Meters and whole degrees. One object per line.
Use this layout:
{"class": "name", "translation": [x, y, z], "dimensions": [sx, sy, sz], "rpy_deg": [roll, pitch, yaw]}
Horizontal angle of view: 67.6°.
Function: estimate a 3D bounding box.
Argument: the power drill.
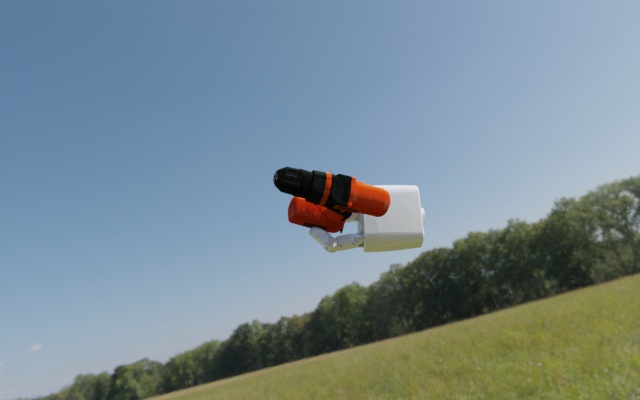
{"class": "power drill", "translation": [0.000, 0.003, 0.790], "dimensions": [0.184, 0.057, 0.188], "rpy_deg": [15, -16, -12]}
